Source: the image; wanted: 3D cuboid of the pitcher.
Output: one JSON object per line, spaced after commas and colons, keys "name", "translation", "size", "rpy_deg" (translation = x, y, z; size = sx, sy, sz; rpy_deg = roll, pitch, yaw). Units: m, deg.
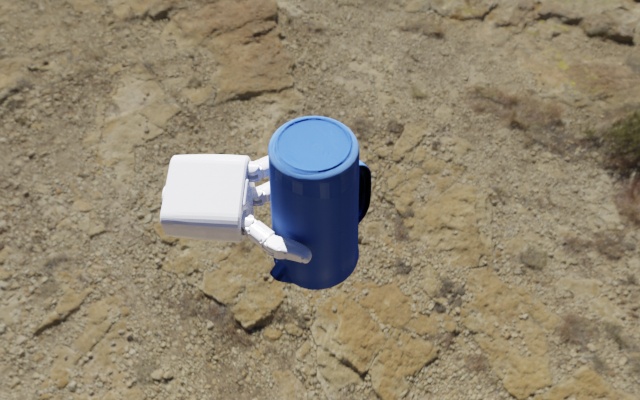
{"name": "pitcher", "translation": [0.000, 0.002, 0.652], "size": [0.145, 0.149, 0.243], "rpy_deg": [4, -38, 3]}
